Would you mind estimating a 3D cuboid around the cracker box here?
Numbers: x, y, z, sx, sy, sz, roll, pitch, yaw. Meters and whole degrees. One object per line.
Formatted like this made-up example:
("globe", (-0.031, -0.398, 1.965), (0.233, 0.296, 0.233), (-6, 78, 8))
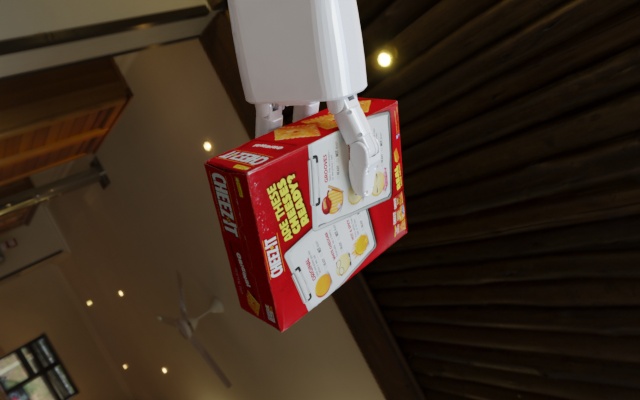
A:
("cracker box", (0.000, 0.002, 0.492), (0.072, 0.164, 0.213), (15, 34, 41))
